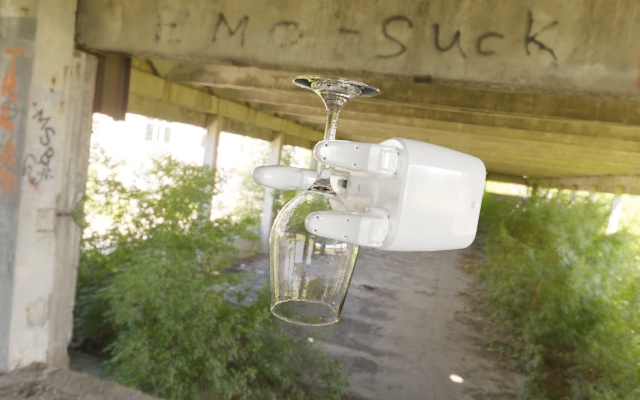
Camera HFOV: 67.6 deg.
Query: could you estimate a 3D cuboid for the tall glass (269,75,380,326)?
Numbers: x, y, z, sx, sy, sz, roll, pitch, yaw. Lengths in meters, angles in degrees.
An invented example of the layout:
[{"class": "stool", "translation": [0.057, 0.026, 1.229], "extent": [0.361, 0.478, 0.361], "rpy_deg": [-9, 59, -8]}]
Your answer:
[{"class": "tall glass", "translation": [0.000, 0.001, 0.411], "extent": [0.079, 0.201, 0.079], "rpy_deg": [8, 5, -1]}]
